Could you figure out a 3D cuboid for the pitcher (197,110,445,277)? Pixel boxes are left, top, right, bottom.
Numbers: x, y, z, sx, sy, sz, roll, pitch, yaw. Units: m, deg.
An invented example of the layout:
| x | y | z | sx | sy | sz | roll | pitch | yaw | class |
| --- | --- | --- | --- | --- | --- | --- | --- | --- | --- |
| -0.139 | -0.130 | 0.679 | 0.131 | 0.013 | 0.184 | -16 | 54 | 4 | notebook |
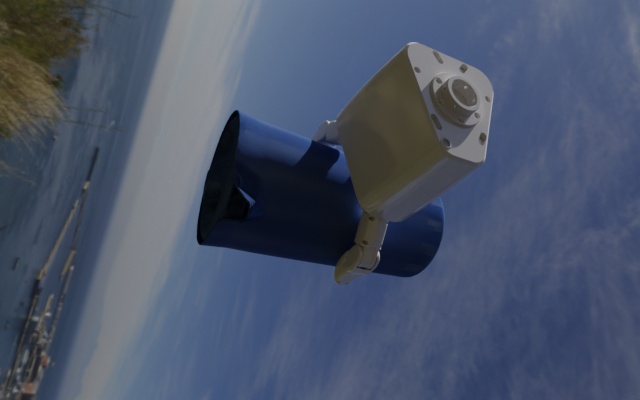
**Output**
| x | y | z | sx | sy | sz | roll | pitch | yaw | class |
| --- | --- | --- | --- | --- | --- | --- | --- | --- | --- |
| 0.000 | 0.002 | 0.507 | 0.243 | 0.149 | 0.145 | 16 | -32 | -22 | pitcher |
